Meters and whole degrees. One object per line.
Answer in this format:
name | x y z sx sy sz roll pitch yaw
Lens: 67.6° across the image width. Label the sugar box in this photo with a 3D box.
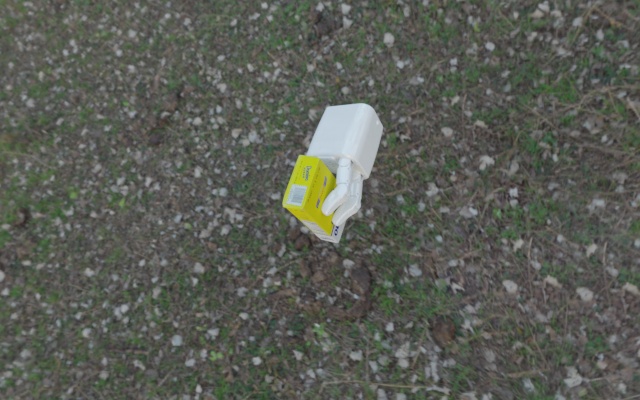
sugar box | 0.001 0.003 0.830 0.048 0.093 0.176 10 -17 28
